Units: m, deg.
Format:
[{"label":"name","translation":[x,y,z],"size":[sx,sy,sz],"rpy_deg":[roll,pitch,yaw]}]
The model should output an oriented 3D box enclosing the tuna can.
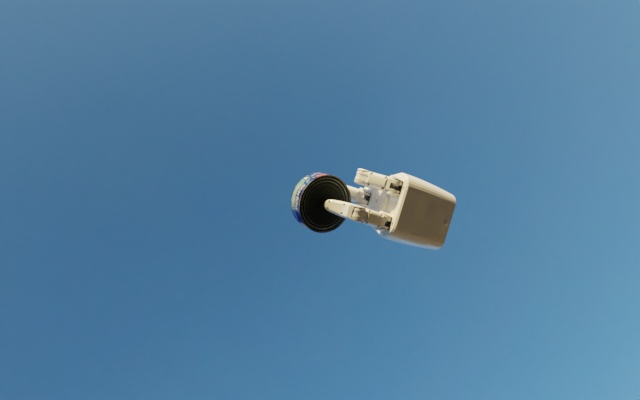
[{"label":"tuna can","translation":[0.000,0.002,0.701],"size":[0.086,0.086,0.033],"rpy_deg":[0,11,-29]}]
